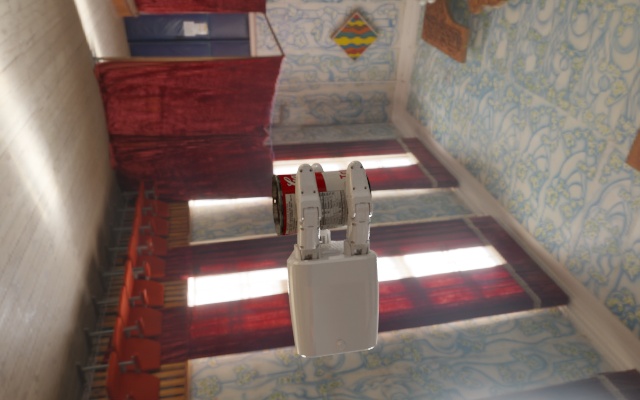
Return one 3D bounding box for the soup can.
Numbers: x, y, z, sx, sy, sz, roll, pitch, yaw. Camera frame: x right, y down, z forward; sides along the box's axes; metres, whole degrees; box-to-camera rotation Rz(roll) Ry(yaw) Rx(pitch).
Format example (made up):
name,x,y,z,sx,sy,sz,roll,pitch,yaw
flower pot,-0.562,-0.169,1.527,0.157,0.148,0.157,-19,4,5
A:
name,x,y,z,sx,sy,sz,roll,pitch,yaw
soup can,0.000,0.001,0.536,0.102,0.068,0.068,-4,1,-12
